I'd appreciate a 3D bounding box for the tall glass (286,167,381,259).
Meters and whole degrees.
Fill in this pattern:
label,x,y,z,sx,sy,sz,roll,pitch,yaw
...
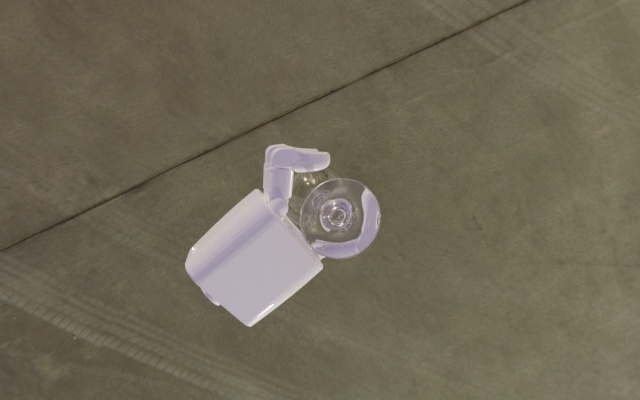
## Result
label,x,y,z,sx,sy,sz,roll,pitch,yaw
tall glass,0.000,0.002,0.522,0.079,0.079,0.201,0,9,-10
